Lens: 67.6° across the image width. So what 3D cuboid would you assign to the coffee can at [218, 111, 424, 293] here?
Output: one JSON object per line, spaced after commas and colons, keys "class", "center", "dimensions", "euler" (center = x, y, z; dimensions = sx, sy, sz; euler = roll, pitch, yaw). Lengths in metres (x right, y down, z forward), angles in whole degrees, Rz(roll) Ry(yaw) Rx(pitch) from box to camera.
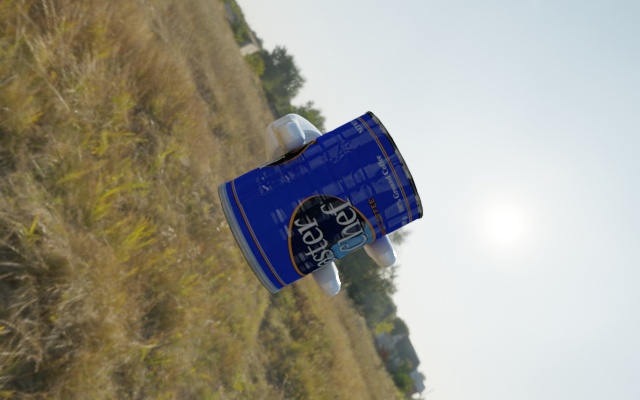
{"class": "coffee can", "center": [0.000, 0.001, 0.405], "dimensions": [0.140, 0.103, 0.103], "euler": [-27, 0, 0]}
